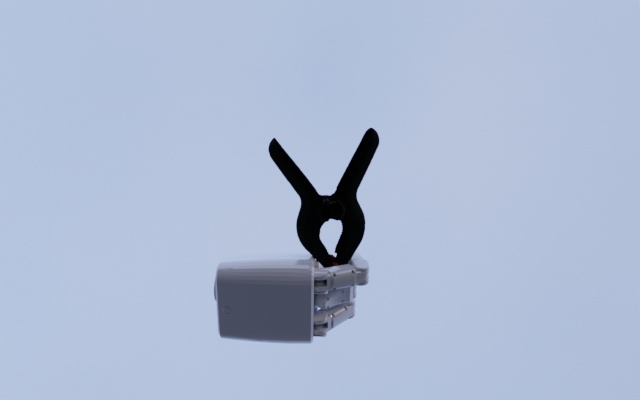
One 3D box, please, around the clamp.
[{"bbox_3d":[0.000,0.002,0.535,0.120,0.171,0.039,3,13,-4],"label":"clamp"}]
